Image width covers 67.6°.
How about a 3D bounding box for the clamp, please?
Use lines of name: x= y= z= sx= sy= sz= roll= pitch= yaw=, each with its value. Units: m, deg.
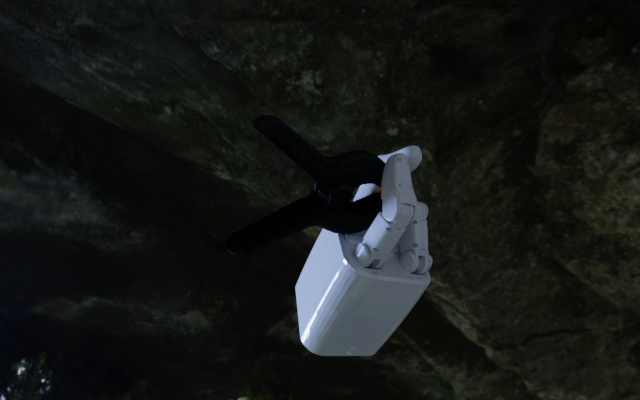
clamp: x=0.000 y=0.001 z=0.412 sx=0.171 sy=0.120 sz=0.039 roll=12 pitch=28 yaw=-33
